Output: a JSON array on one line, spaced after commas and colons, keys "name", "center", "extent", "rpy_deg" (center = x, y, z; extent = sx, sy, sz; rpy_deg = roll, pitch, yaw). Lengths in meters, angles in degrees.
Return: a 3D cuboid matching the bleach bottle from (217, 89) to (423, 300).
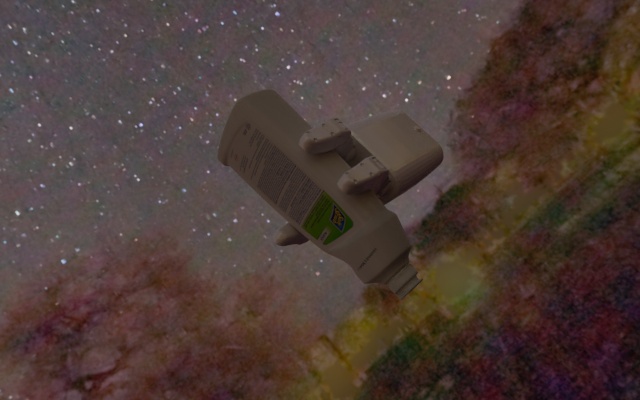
[{"name": "bleach bottle", "center": [0.000, 0.002, 0.488], "extent": [0.068, 0.250, 0.103], "rpy_deg": [-29, -22, -41]}]
